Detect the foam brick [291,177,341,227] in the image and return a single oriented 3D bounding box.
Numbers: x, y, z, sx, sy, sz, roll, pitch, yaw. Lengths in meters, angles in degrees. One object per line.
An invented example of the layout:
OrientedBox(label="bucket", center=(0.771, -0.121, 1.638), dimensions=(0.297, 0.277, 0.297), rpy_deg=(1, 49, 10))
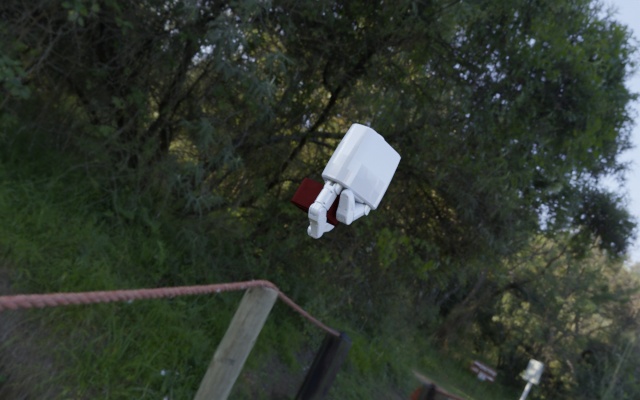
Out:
OrientedBox(label="foam brick", center=(0.000, 0.003, 0.824), dimensions=(0.078, 0.051, 0.053), rpy_deg=(24, -9, 32))
